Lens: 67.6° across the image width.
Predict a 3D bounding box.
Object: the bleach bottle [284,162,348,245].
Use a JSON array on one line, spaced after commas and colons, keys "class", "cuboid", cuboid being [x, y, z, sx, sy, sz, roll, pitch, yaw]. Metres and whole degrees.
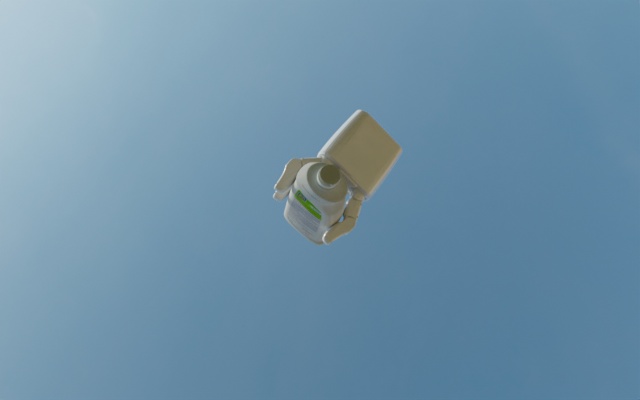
[{"class": "bleach bottle", "cuboid": [0.000, 0.002, 0.756, 0.102, 0.068, 0.251, 38, -17, 2]}]
